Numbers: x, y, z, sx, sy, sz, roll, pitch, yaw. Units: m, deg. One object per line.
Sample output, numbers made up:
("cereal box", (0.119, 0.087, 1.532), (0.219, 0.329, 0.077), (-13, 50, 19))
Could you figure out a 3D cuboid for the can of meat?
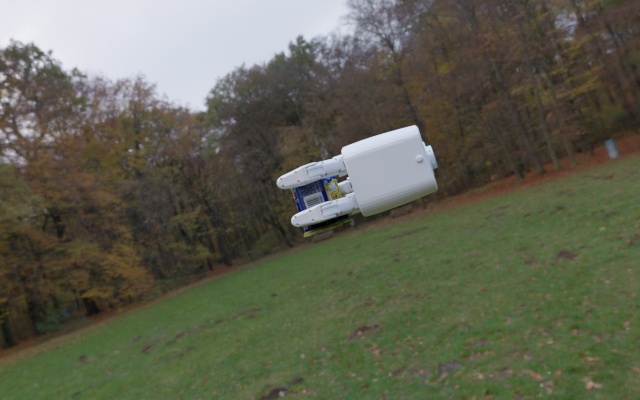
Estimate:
("can of meat", (0.000, 0.002, 0.688), (0.057, 0.084, 0.102), (-18, -3, 15))
